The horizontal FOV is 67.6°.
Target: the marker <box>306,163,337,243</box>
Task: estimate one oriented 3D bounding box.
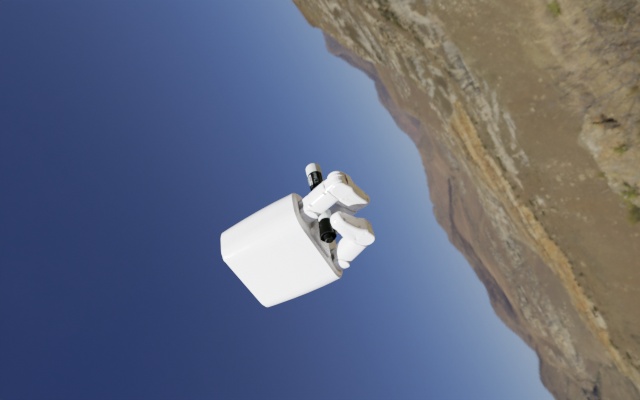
[{"bbox_3d":[0.000,0.002,0.559,0.020,0.020,0.121,-6,46,-6],"label":"marker"}]
